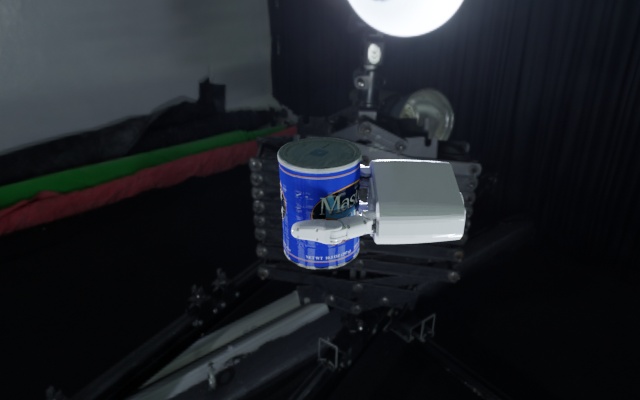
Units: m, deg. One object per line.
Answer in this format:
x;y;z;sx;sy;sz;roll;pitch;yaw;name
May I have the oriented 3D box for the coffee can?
0.000;0.002;0.613;0.103;0.140;0.102;-1;28;0;coffee can
